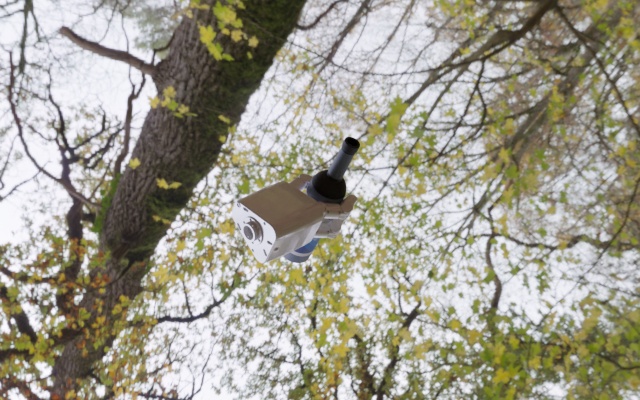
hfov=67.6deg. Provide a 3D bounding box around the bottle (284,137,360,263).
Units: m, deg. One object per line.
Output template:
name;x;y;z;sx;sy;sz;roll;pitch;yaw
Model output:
bottle;0.000;0.003;0.866;0.069;0.069;0.296;0;-41;-28
